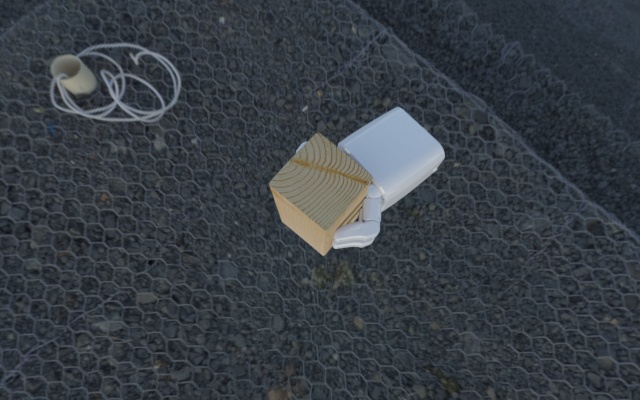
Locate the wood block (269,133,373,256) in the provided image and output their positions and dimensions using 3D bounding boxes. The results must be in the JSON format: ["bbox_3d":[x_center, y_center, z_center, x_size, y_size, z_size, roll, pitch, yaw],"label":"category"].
[{"bbox_3d":[0.000,0.002,0.656,0.091,0.090,0.206,40,-11,9],"label":"wood block"}]
